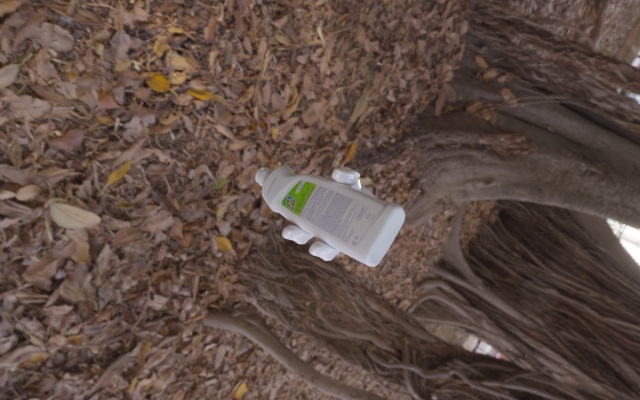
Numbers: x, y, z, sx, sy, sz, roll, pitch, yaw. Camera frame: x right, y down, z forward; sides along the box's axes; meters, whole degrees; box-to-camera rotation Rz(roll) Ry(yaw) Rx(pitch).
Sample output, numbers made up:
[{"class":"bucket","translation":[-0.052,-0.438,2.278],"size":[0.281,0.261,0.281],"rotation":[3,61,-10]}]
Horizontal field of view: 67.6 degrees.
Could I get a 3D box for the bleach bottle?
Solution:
[{"class":"bleach bottle","translation":[0.000,0.003,0.753],"size":[0.250,0.102,0.068],"rotation":[29,-5,28]}]
